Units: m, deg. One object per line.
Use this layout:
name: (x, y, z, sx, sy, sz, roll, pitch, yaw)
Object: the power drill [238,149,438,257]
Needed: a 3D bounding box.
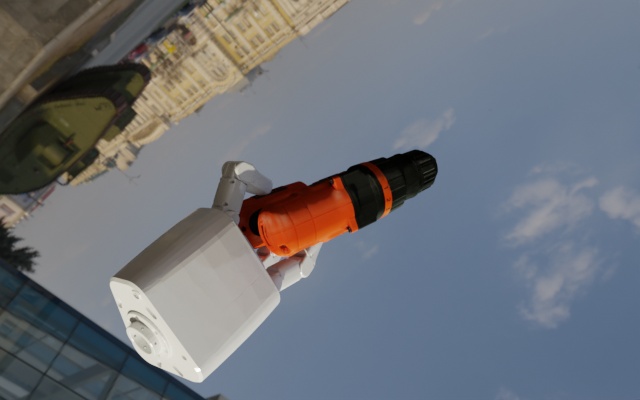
power drill: (0.000, 0.002, 0.476, 0.184, 0.057, 0.187, -21, 3, -28)
